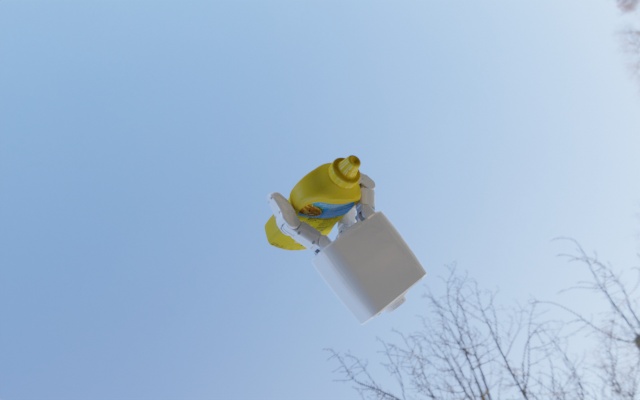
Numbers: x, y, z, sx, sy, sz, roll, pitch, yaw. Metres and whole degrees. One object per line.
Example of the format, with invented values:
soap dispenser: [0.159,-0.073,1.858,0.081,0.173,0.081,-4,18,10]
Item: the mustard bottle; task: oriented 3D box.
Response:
mustard bottle: [0.000,0.002,0.652,0.096,0.058,0.192,1,-32,-31]
